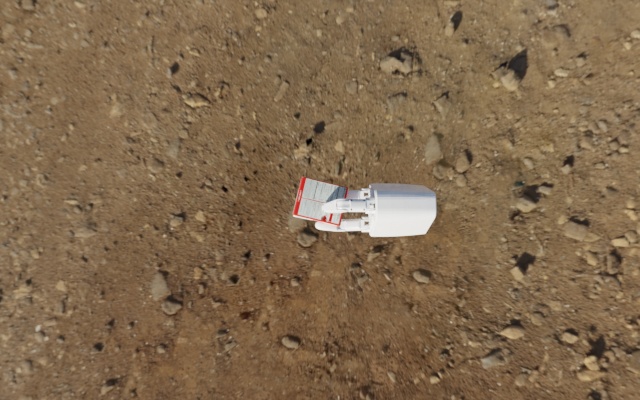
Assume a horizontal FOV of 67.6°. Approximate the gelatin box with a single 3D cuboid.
[{"bbox_3d":[0.000,0.003,0.872,0.089,0.073,0.030,13,-7,-4],"label":"gelatin box"}]
